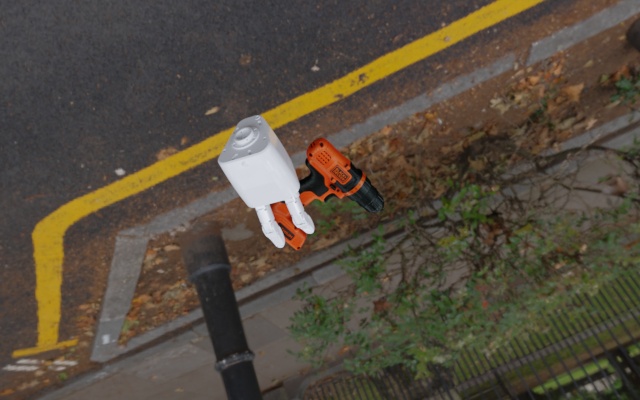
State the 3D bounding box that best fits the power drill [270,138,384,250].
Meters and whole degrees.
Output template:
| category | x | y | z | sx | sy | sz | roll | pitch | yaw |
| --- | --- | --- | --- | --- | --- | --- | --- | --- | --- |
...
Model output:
| category | x | y | z | sx | sy | sz | roll | pitch | yaw |
| --- | --- | --- | --- | --- | --- | --- | --- | --- | --- |
| power drill | 0.000 | 0.003 | 0.867 | 0.184 | 0.188 | 0.057 | 43 | 13 | -22 |
